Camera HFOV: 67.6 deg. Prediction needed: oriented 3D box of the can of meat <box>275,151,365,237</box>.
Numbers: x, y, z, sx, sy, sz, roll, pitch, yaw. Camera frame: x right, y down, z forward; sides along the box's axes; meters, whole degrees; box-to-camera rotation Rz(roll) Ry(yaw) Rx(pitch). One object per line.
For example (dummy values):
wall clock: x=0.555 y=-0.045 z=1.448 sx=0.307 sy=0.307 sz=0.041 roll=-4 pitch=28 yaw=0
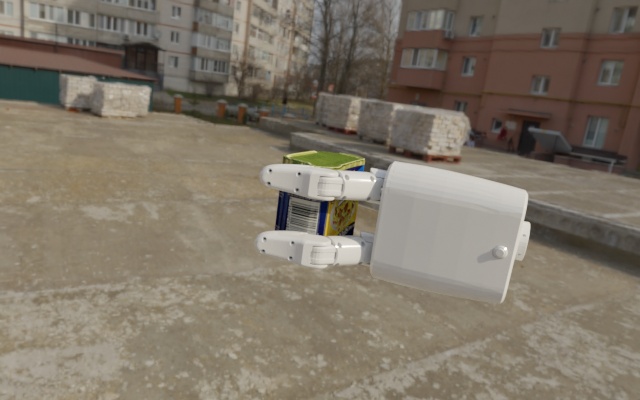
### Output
can of meat: x=0.000 y=0.001 z=0.433 sx=0.057 sy=0.084 sz=0.102 roll=13 pitch=14 yaw=20
